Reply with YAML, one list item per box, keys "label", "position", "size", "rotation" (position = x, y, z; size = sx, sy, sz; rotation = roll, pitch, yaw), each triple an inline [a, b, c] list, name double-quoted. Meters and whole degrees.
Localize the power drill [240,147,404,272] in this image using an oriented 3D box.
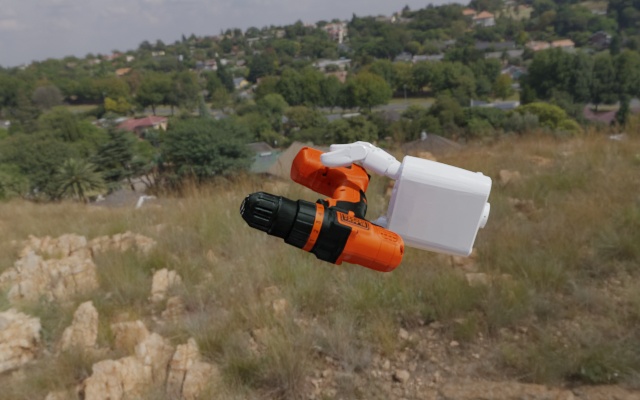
- label: "power drill"
  position: [0.000, 0.002, 0.574]
  size: [0.184, 0.057, 0.187]
  rotation: [21, 27, -13]
